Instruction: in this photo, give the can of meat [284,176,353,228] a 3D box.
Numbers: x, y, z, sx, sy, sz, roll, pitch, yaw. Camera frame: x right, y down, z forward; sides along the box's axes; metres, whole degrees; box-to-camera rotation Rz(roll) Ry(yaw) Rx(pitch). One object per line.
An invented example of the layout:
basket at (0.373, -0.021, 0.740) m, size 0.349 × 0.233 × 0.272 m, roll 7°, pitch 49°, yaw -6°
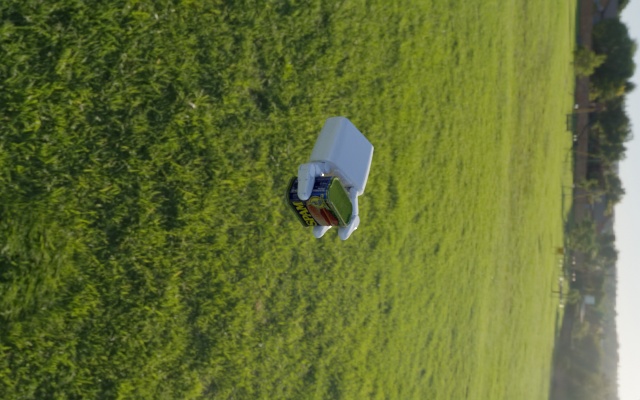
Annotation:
can of meat at (0.000, 0.003, 0.821) m, size 0.084 × 0.057 × 0.102 m, roll -1°, pitch -38°, yaw 29°
